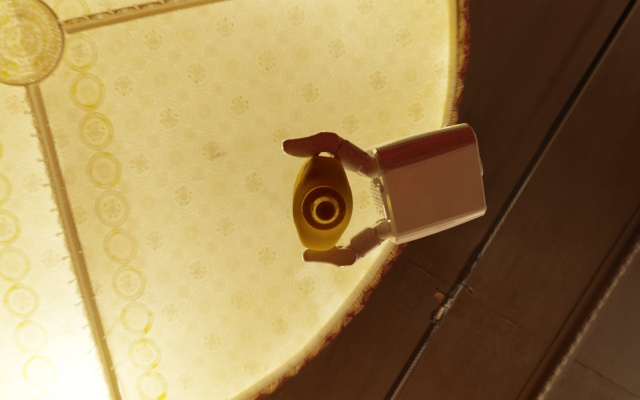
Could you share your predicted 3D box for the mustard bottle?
[{"bbox_3d":[0.000,0.002,0.502,0.058,0.096,0.191,8,4,-4],"label":"mustard bottle"}]
